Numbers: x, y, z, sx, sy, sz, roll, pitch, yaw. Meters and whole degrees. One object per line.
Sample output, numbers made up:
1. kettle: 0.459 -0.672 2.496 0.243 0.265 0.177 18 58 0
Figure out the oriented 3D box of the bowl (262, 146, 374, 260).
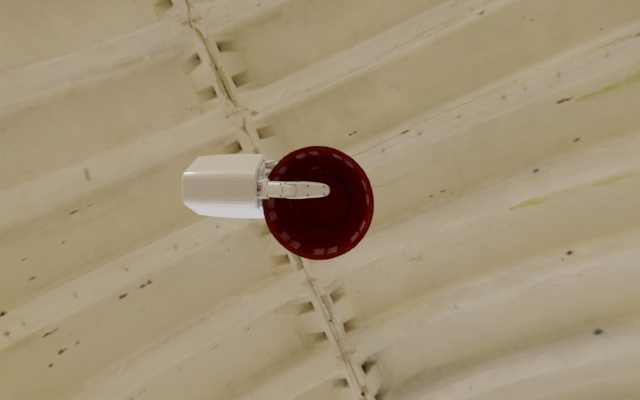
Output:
1. bowl: 0.001 0.003 0.694 0.162 0.162 0.055 0 4 12
